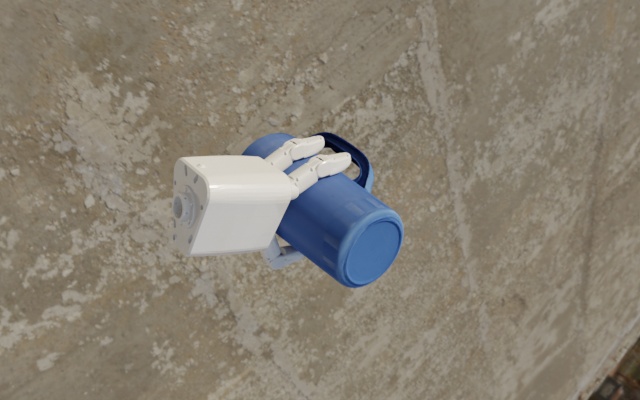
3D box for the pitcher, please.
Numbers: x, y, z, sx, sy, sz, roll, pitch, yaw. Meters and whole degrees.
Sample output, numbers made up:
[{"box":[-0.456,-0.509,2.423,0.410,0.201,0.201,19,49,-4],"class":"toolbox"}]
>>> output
[{"box":[0.000,0.002,0.643,0.145,0.149,0.242,-3,27,-40],"class":"pitcher"}]
